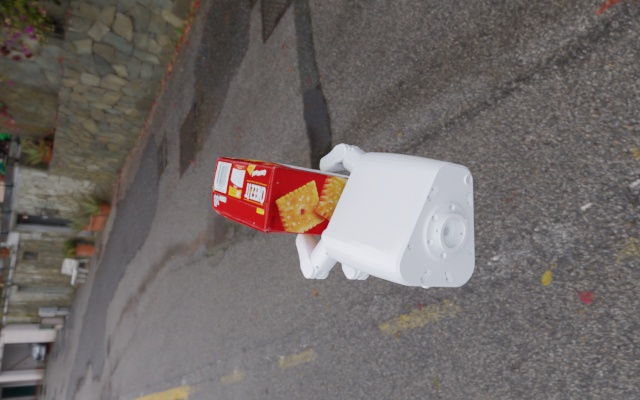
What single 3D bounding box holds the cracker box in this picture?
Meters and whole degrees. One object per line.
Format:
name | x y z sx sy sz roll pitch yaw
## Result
cracker box | 0.000 0.002 0.563 0.214 0.072 0.164 8 3 -32
